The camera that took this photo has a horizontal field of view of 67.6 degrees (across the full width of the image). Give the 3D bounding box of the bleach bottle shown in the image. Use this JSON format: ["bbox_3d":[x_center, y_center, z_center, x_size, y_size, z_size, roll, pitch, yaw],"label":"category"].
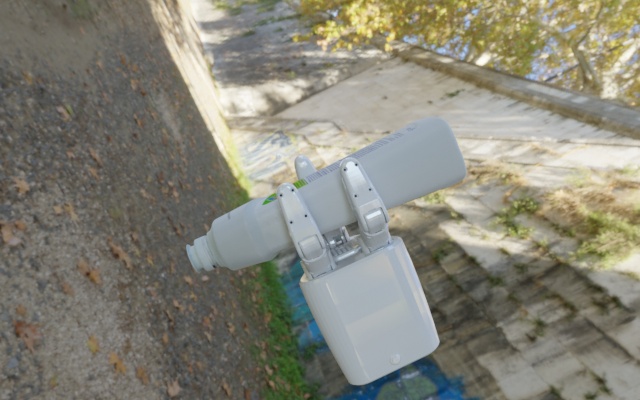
[{"bbox_3d":[0.000,0.001,0.442,0.251,0.068,0.102,-24,5,-4],"label":"bleach bottle"}]
